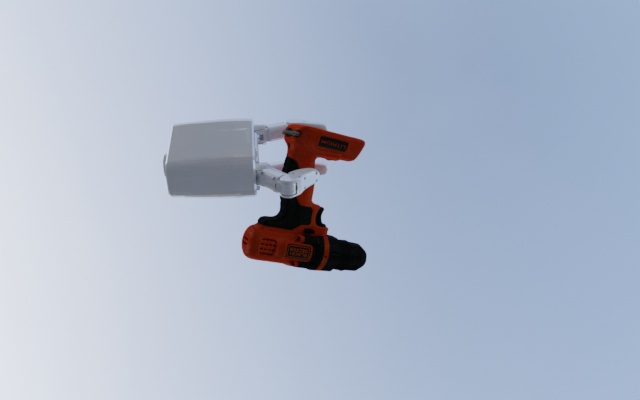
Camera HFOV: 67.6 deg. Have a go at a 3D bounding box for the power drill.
[{"bbox_3d":[0.000,0.002,0.638,0.184,0.187,0.057,11,4,-30],"label":"power drill"}]
